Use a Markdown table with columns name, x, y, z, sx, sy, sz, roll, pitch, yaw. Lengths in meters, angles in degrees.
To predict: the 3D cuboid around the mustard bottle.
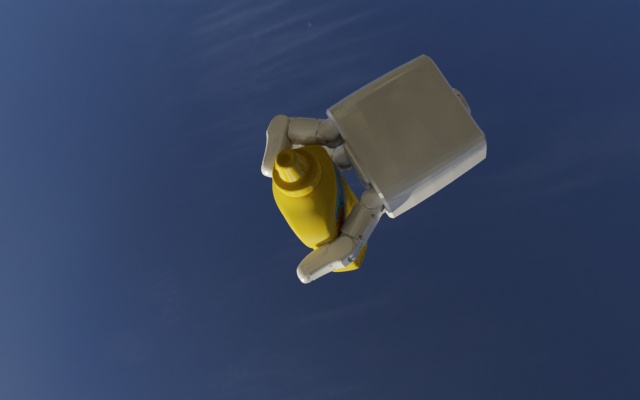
| name | x | y | z | sx | sy | sz | roll | pitch | yaw |
| --- | --- | --- | --- | --- | --- | --- | --- | --- | --- |
| mustard bottle | 0.000 | 0.002 | 0.460 | 0.058 | 0.096 | 0.192 | -9 | -24 | 13 |
